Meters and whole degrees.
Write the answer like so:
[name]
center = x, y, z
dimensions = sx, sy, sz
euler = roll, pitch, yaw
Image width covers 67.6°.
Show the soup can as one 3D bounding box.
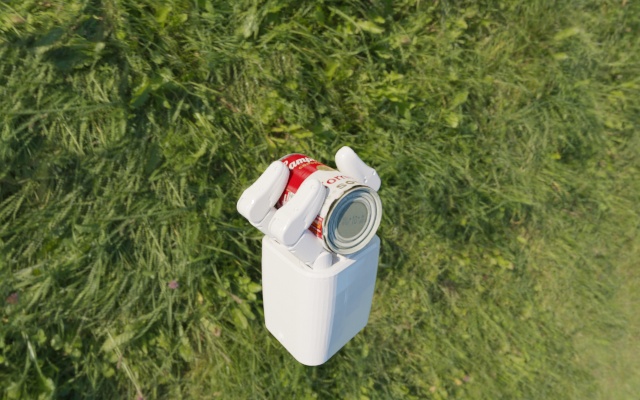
[soup can]
center = 0.000, 0.001, 0.452
dimensions = 0.068, 0.068, 0.102
euler = 0, 20, -39
